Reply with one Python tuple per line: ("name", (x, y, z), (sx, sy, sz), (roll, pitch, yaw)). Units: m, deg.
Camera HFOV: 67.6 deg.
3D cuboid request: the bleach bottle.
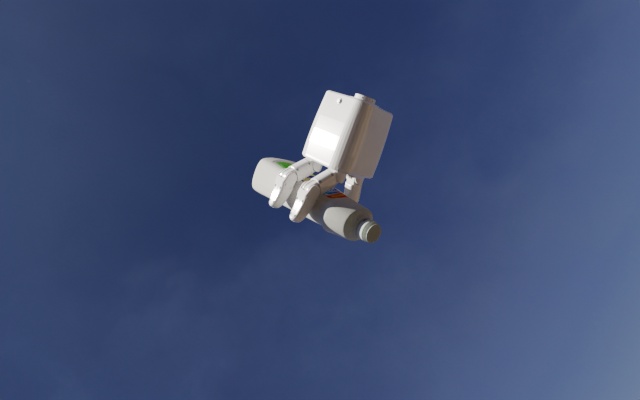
("bleach bottle", (0.000, 0.002, 0.738), (0.102, 0.068, 0.250), (9, 14, -44))
